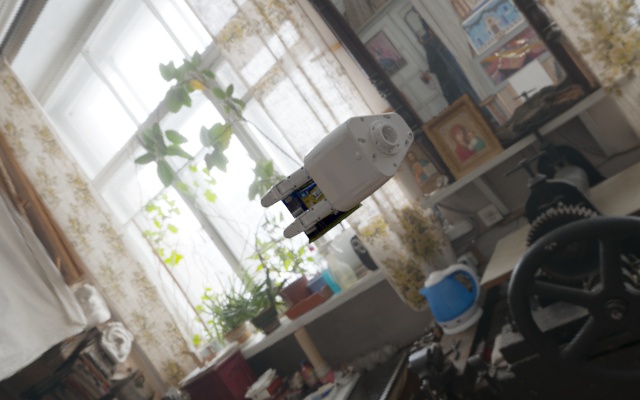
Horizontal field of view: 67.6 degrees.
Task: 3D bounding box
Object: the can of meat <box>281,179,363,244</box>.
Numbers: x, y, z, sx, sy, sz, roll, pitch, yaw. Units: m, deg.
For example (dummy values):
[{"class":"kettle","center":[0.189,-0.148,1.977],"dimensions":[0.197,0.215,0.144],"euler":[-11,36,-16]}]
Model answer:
[{"class":"can of meat","center":[0.000,0.002,0.720],"dimensions":[0.102,0.084,0.057],"euler":[-35,0,-35]}]
